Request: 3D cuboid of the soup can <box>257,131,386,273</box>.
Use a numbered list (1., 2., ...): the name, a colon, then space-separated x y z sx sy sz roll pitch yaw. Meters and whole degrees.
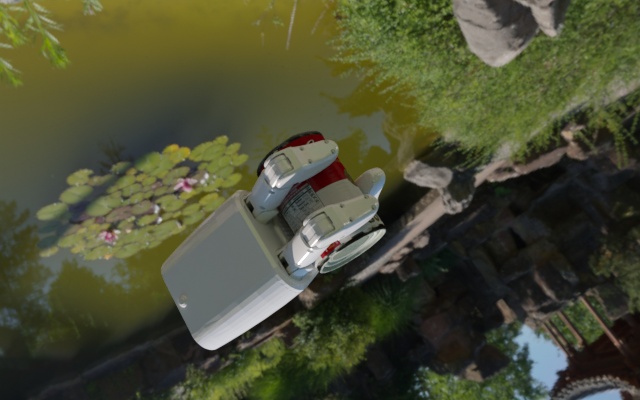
1. soup can: 0.001 0.001 0.404 0.068 0.102 0.068 -30 -17 -10
